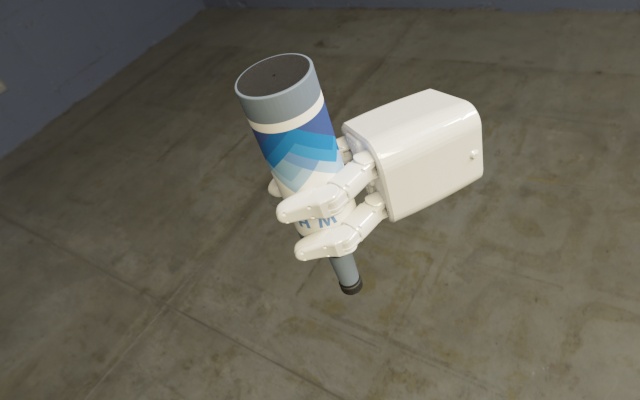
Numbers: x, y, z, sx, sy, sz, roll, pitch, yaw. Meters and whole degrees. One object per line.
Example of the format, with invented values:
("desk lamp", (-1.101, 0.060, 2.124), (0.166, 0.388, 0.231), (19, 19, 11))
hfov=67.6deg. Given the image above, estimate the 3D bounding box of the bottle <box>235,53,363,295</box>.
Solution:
("bottle", (0.000, 0.001, 0.481), (0.069, 0.069, 0.296), (0, -44, 21))
